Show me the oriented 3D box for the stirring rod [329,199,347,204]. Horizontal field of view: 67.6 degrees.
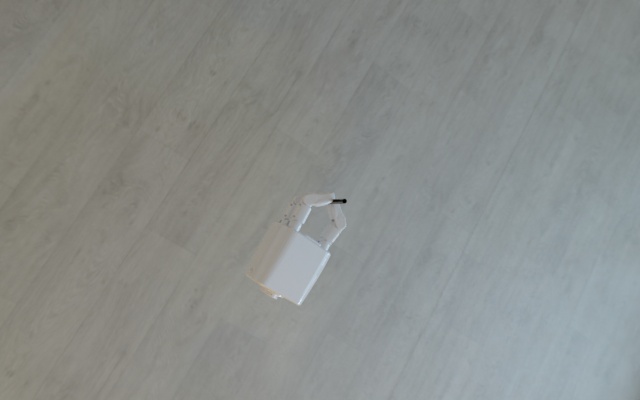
[{"bbox_3d":[0.000,0.003,0.888,0.011,0.011,0.239,0,-1,-19],"label":"stirring rod"}]
